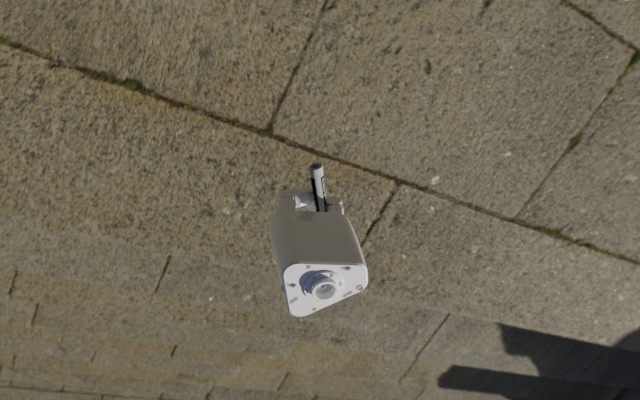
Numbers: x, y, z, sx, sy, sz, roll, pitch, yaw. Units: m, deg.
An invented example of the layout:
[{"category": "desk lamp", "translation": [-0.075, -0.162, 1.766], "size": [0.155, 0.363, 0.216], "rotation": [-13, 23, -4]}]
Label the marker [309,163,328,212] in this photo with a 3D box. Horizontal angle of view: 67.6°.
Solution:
[{"category": "marker", "translation": [0.000, 0.002, 0.686], "size": [0.020, 0.121, 0.020], "rotation": [-5, 34, 4]}]
